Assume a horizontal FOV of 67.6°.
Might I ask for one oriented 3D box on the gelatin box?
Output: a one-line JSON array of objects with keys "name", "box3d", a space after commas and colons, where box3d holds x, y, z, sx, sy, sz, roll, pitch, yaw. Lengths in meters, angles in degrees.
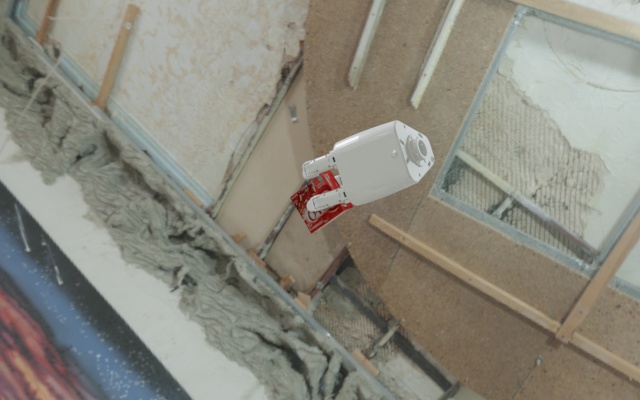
[{"name": "gelatin box", "box3d": [0.000, 0.003, 0.790, 0.089, 0.073, 0.030, -36, -8, 39]}]
